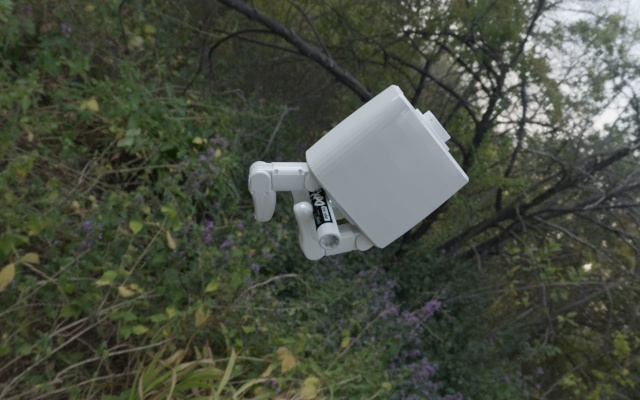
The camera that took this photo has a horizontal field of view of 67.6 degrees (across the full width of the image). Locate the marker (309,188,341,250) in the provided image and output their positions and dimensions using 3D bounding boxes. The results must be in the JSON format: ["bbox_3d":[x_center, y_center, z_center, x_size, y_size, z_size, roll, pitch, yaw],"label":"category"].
[{"bbox_3d":[0.000,0.001,0.445,0.020,0.020,0.121,0,33,-9],"label":"marker"}]
